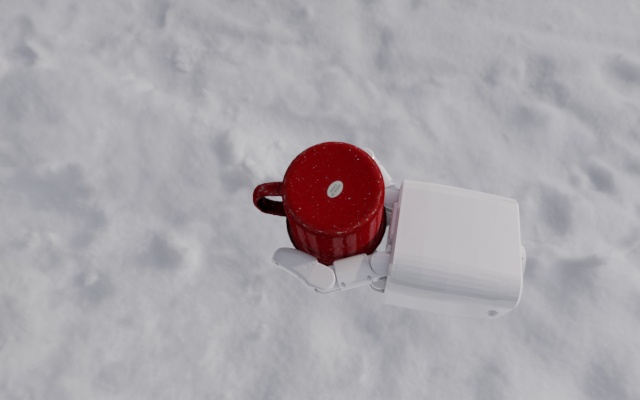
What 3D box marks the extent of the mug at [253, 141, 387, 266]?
[{"bbox_3d":[-0.001,0.001,0.405,0.117,0.093,0.081,7,-20,7],"label":"mug"}]
